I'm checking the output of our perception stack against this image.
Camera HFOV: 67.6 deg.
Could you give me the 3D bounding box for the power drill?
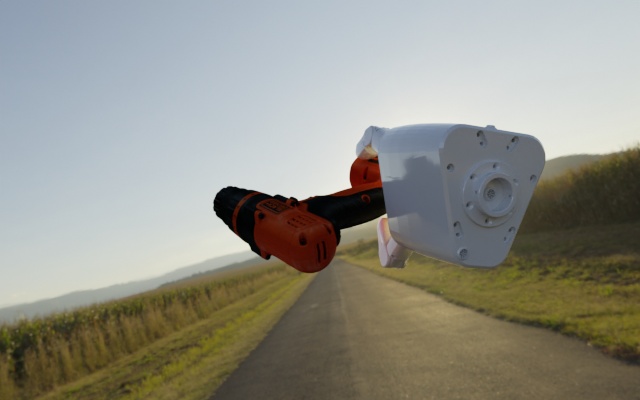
[{"bbox_3d":[0.001,0.001,0.497,0.187,0.057,0.184,-22,28,-31],"label":"power drill"}]
